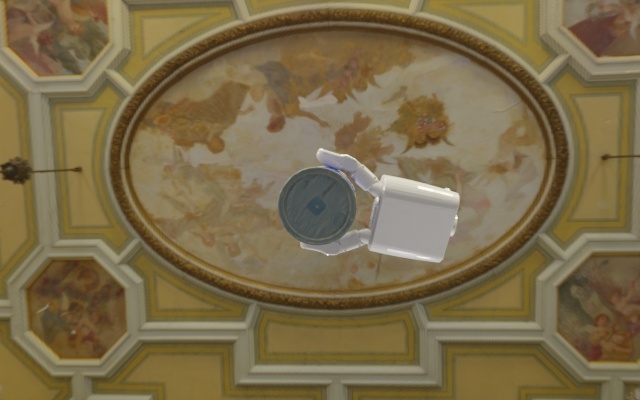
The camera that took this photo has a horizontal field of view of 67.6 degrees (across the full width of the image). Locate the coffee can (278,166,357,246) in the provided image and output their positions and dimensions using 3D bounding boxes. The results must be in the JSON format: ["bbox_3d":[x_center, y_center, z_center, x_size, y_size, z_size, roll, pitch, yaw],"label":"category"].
[{"bbox_3d":[0.000,0.002,0.684,0.103,0.103,0.140,0,5,4],"label":"coffee can"}]
